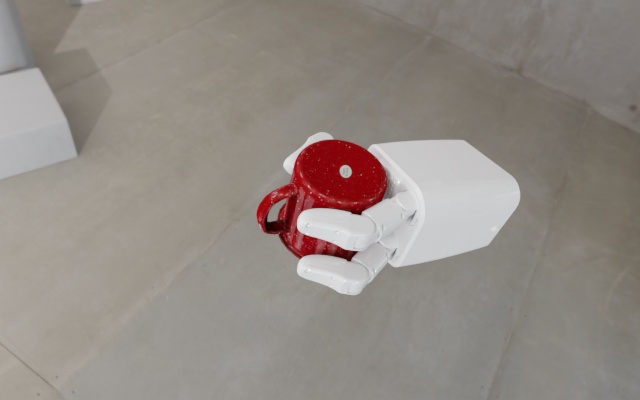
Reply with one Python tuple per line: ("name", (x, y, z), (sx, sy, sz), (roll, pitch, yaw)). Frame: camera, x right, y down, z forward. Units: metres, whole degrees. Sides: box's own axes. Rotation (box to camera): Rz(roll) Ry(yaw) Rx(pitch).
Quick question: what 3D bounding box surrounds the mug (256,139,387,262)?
("mug", (-0.001, 0.001, 0.425), (0.117, 0.093, 0.082), (-8, -39, -21))
